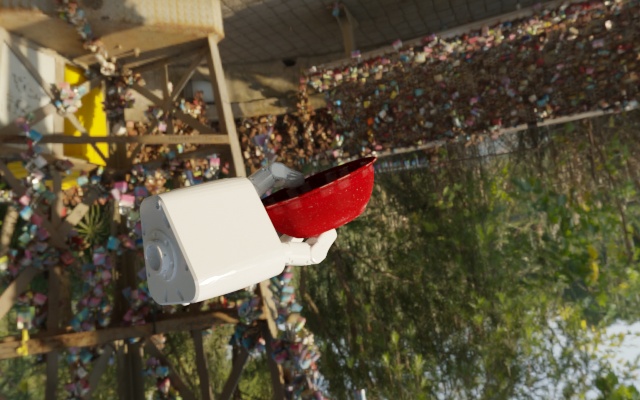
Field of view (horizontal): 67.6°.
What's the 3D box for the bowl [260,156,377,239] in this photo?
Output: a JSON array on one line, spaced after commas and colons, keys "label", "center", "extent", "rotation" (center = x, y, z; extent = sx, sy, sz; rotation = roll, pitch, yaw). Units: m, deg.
[{"label": "bowl", "center": [0.001, 0.002, 0.570], "extent": [0.162, 0.055, 0.162], "rotation": [-22, 8, 3]}]
